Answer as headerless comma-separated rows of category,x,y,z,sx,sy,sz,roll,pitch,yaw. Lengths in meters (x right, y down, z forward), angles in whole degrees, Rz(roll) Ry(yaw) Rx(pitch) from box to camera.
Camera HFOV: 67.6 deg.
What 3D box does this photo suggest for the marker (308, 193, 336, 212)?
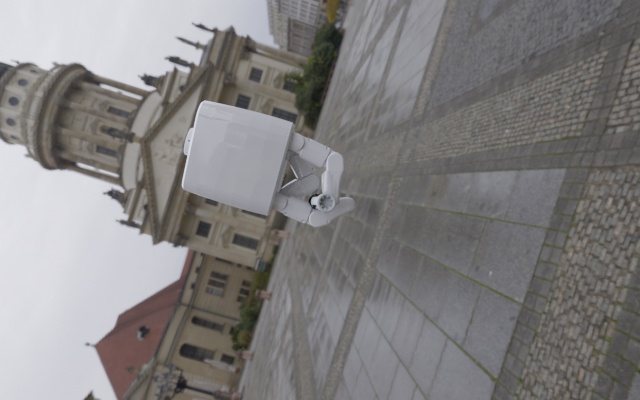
marker,0.000,0.002,0.519,0.020,0.020,0.121,0,0,-5
